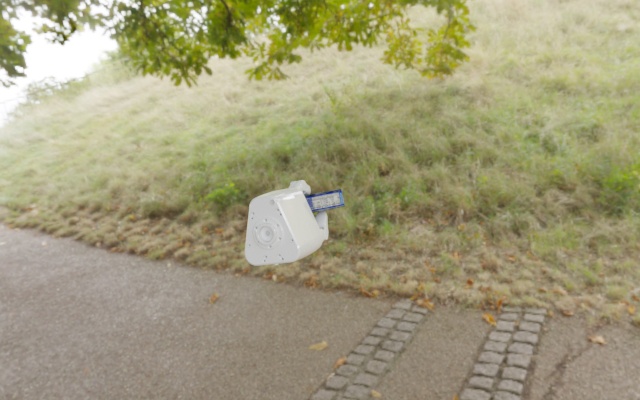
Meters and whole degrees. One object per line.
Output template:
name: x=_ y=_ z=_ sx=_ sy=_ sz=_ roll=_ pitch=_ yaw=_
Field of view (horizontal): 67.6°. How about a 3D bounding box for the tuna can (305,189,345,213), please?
tuna can: x=0.000 y=0.002 z=0.879 sx=0.086 sy=0.034 sz=0.086 roll=-11 pitch=0 yaw=0
